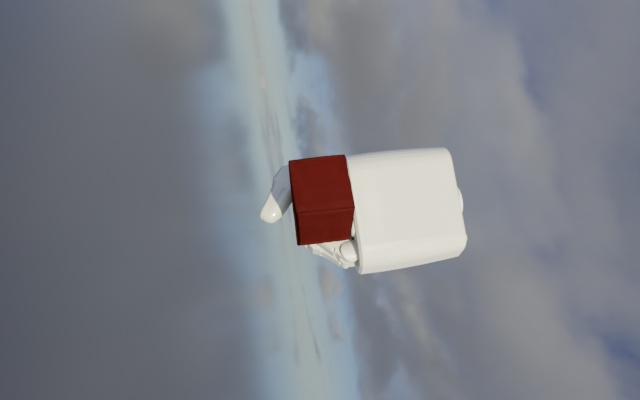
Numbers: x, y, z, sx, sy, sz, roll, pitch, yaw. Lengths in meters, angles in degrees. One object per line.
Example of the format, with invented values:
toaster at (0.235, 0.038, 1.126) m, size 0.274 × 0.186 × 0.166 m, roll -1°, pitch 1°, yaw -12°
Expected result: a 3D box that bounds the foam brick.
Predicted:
foam brick at (0.000, 0.001, 0.431) m, size 0.051 × 0.053 × 0.078 m, roll -6°, pitch -25°, yaw -3°
